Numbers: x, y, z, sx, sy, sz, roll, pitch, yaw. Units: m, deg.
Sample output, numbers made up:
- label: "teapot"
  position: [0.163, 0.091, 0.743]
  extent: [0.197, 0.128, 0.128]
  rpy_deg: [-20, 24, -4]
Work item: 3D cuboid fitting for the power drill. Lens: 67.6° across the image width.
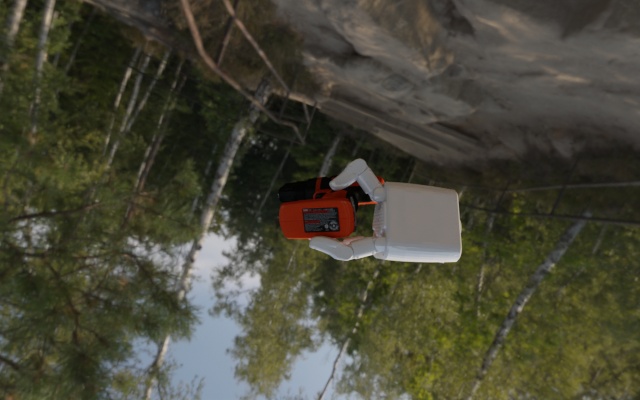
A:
- label: "power drill"
  position: [0.000, 0.003, 0.737]
  extent: [0.184, 0.057, 0.187]
  rpy_deg: [-5, 15, 16]
